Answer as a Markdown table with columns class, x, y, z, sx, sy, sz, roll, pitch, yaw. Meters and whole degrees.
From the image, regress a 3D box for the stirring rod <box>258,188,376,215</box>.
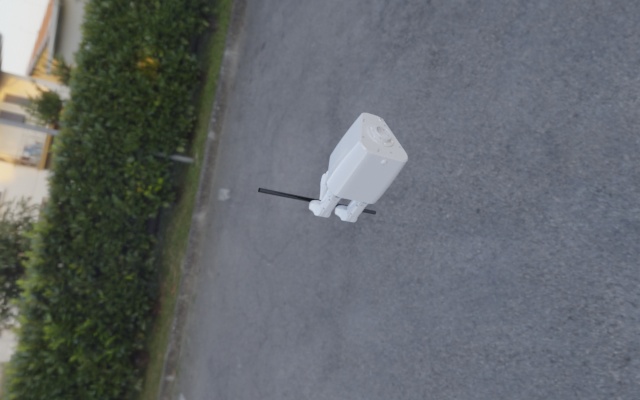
| class | x | y | z | sx | sy | sz | roll | pitch | yaw |
| --- | --- | --- | --- | --- | --- | --- | --- | --- | --- |
| stirring rod | 0.000 | 0.003 | 0.873 | 0.239 | 0.011 | 0.011 | 11 | -5 | -26 |
